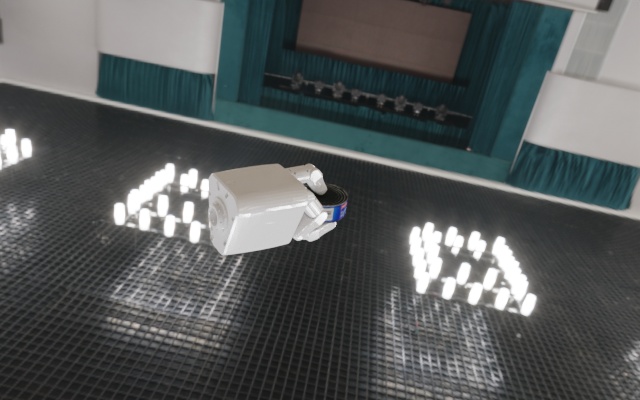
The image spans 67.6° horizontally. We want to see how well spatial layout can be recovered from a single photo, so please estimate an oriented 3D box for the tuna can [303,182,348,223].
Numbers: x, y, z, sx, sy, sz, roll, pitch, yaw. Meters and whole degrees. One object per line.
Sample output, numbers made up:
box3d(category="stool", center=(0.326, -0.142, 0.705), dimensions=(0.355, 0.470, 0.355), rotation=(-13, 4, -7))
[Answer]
box3d(category="tuna can", center=(0.000, 0.003, 0.769), dimensions=(0.086, 0.034, 0.086), rotation=(6, 27, -3))
